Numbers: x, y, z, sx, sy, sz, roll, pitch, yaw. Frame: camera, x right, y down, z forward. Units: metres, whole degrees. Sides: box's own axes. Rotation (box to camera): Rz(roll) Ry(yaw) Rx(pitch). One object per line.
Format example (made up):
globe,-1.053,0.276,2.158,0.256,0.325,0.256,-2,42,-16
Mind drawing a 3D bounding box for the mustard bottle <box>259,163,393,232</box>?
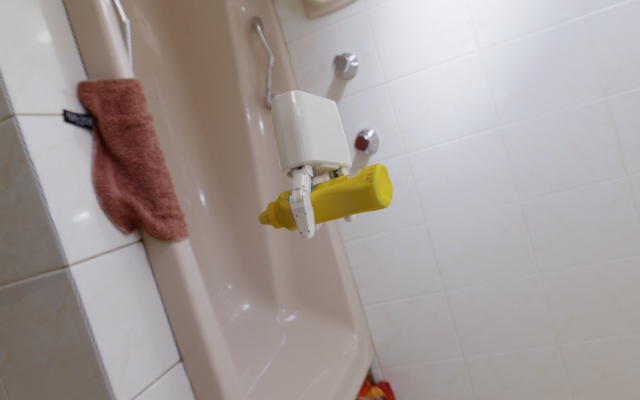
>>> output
mustard bottle,0.000,0.002,0.662,0.191,0.058,0.096,-15,14,20
